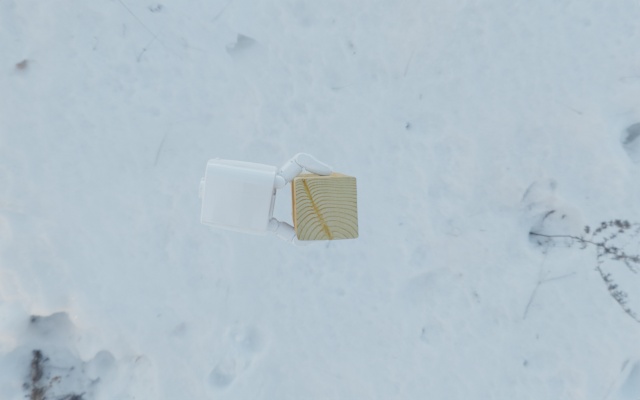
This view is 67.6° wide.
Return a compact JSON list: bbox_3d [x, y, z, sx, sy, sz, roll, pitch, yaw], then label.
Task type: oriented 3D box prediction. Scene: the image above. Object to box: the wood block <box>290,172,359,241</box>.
[{"bbox_3d":[0.000,0.003,0.777,0.090,0.091,0.206,-2,6,-5],"label":"wood block"}]
